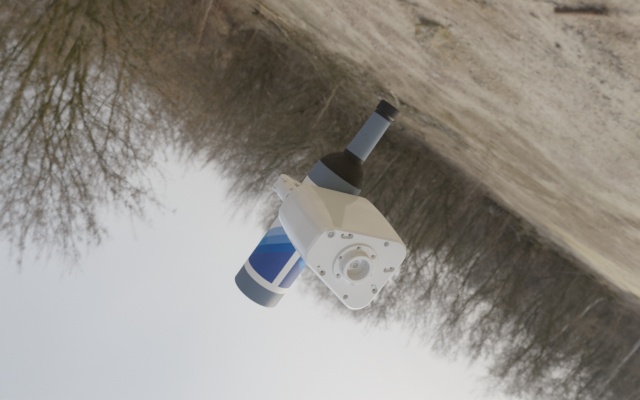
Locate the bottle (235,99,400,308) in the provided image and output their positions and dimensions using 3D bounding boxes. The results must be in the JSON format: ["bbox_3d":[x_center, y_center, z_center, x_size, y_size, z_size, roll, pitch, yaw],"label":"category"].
[{"bbox_3d":[0.000,0.002,0.604,0.069,0.296,0.069,35,10,-7],"label":"bottle"}]
